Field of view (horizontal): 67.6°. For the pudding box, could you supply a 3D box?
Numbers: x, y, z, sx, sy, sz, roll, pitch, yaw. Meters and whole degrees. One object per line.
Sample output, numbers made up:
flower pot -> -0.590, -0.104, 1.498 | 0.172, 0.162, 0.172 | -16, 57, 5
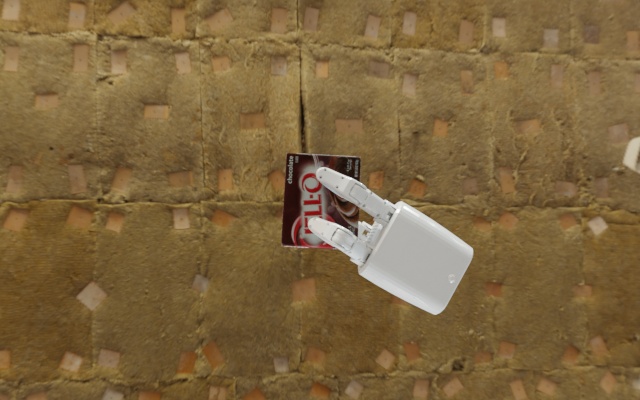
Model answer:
pudding box -> 0.000, 0.002, 0.576 | 0.090, 0.113, 0.039 | 3, -6, -4
